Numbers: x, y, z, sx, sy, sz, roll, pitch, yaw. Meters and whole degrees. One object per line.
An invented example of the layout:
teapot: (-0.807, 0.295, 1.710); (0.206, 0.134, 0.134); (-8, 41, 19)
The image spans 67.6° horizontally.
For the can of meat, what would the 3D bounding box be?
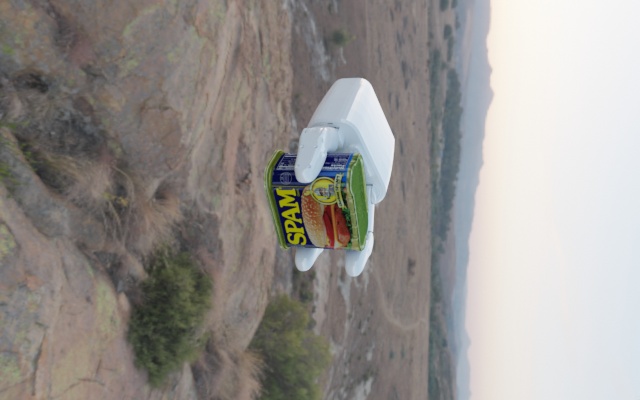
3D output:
can of meat: (0.000, 0.001, 0.468); (0.084, 0.102, 0.057); (2, 36, 17)
